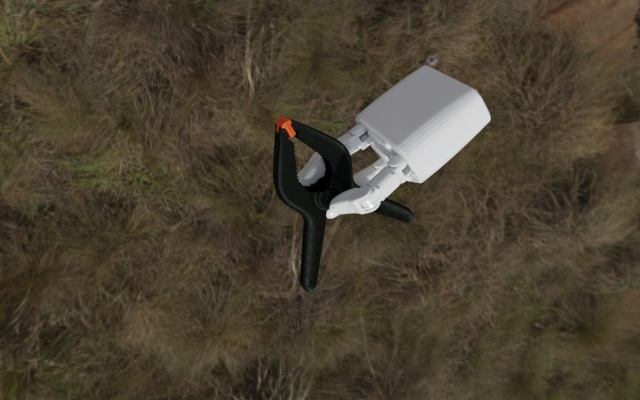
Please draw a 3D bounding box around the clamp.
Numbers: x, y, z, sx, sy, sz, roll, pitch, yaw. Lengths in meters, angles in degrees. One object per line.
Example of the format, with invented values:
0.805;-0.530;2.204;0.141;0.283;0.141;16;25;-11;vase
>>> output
0.000;0.002;0.552;0.164;0.210;0.036;-41;27;-5;clamp
